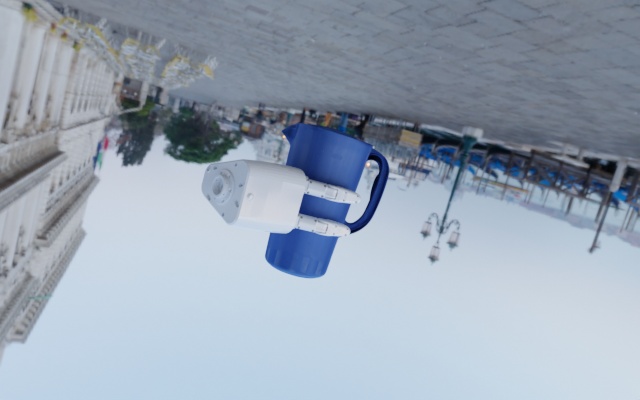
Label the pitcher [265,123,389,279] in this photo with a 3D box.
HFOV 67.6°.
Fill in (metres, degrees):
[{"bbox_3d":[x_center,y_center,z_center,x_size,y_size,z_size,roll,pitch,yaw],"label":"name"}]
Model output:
[{"bbox_3d":[0.000,0.003,0.792,0.149,0.243,0.145,22,8,42],"label":"pitcher"}]
